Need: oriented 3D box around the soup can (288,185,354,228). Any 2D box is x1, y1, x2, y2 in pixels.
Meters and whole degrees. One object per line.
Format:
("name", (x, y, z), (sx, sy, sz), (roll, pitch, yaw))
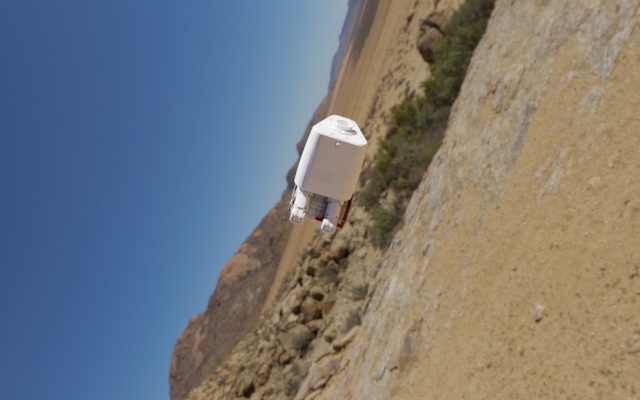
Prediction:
("soup can", (0.000, 0.003, 0.849), (0.102, 0.068, 0.068), (17, -1, -3))
